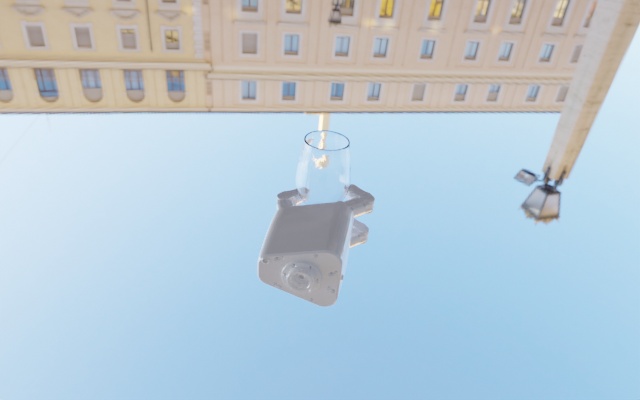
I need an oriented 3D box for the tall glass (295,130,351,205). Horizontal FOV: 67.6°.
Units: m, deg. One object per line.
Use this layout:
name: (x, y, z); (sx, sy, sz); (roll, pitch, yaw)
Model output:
tall glass: (0.000, 0.003, 0.693); (0.079, 0.201, 0.079); (4, 32, -3)
